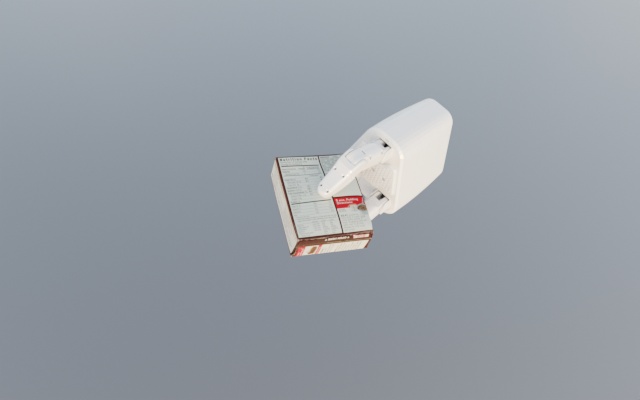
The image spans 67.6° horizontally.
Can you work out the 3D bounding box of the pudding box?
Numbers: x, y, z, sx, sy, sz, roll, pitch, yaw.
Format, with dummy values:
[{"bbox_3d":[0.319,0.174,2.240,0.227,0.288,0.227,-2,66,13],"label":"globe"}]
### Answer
[{"bbox_3d":[0.000,0.002,0.529,0.090,0.113,0.039,-5,-34,-18],"label":"pudding box"}]
